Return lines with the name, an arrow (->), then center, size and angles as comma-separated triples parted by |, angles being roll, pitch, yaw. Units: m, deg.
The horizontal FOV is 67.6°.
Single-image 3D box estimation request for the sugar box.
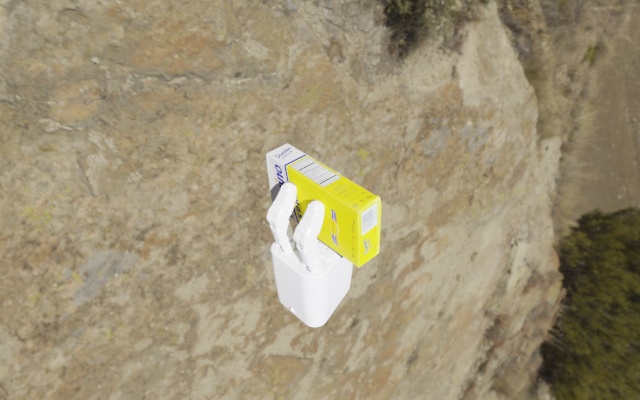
sugar box -> 0.000, 0.002, 0.622 | 0.048, 0.093, 0.176 | -32, 46, -33
